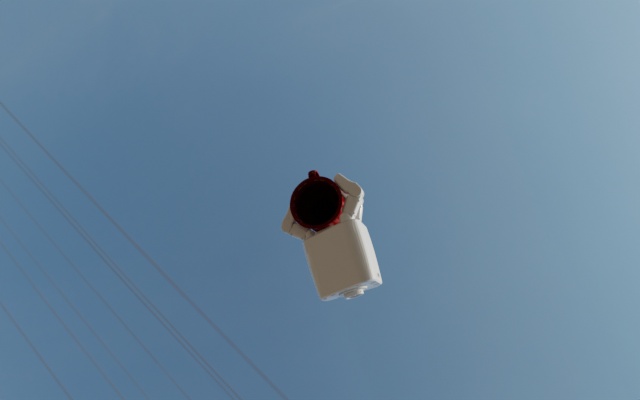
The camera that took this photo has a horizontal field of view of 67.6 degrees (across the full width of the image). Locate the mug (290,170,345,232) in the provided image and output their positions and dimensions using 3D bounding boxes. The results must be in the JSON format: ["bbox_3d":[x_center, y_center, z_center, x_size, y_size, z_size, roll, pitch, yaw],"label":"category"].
[{"bbox_3d":[0.000,0.002,0.844,0.093,0.117,0.081,-19,-20,11],"label":"mug"}]
